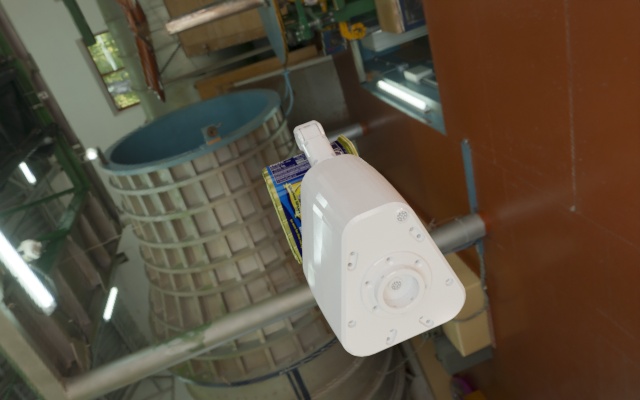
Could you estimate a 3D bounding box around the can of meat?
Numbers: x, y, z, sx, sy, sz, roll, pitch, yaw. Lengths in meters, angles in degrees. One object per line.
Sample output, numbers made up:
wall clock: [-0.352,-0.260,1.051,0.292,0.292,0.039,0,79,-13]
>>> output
can of meat: [0.000,0.001,0.452,0.084,0.102,0.057,-22,27,-6]
